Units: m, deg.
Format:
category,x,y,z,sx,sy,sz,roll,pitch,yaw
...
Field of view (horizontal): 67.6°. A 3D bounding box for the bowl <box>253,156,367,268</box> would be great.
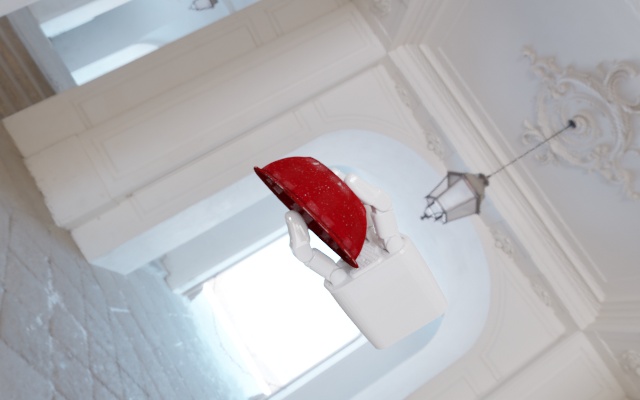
category,x,y,z,sx,sy,sz,roll,pitch,yaw
bowl,0.000,0.001,0.536,0.162,0.055,0.162,43,-7,6
